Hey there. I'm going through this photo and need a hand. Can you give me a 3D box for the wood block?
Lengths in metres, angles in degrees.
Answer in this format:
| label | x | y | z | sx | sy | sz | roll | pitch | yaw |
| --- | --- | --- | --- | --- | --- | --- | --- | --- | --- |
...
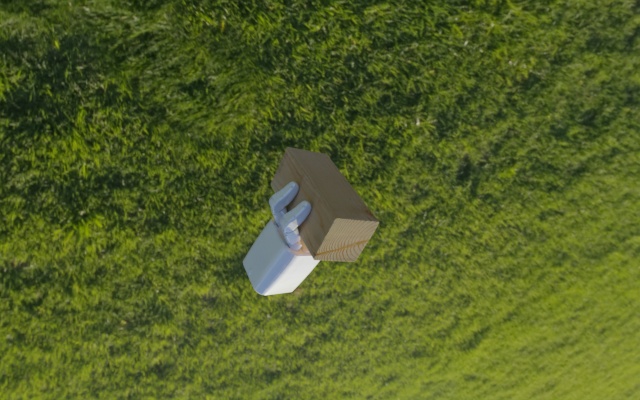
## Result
| label | x | y | z | sx | sy | sz | roll | pitch | yaw |
| --- | --- | --- | --- | --- | --- | --- | --- | --- | --- |
| wood block | 0.000 | 0.003 | 0.830 | 0.091 | 0.090 | 0.206 | 7 | 33 | -35 |
